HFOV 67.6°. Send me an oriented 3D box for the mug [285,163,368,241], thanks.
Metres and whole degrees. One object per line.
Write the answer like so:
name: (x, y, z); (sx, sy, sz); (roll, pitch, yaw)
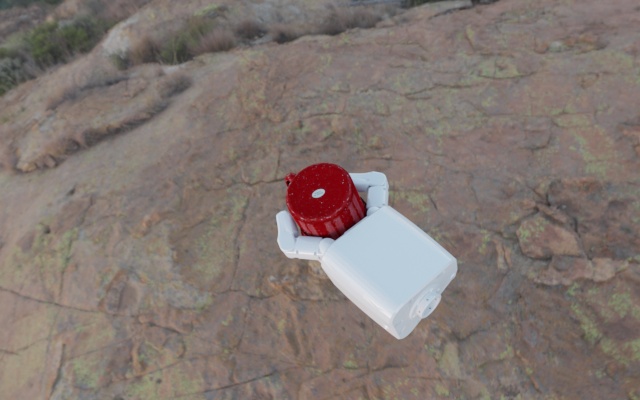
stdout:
mug: (-0.001, 0.001, 0.581); (0.117, 0.093, 0.081); (38, -13, 32)
